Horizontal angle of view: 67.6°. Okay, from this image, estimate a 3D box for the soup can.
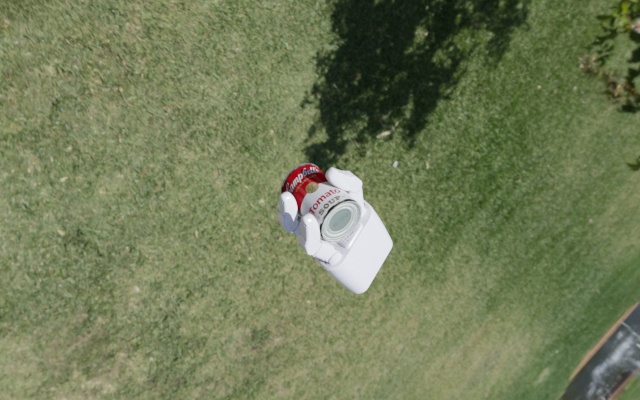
[{"bbox_3d":[0.000,0.002,0.656,0.068,0.068,0.102,0,31,-40],"label":"soup can"}]
